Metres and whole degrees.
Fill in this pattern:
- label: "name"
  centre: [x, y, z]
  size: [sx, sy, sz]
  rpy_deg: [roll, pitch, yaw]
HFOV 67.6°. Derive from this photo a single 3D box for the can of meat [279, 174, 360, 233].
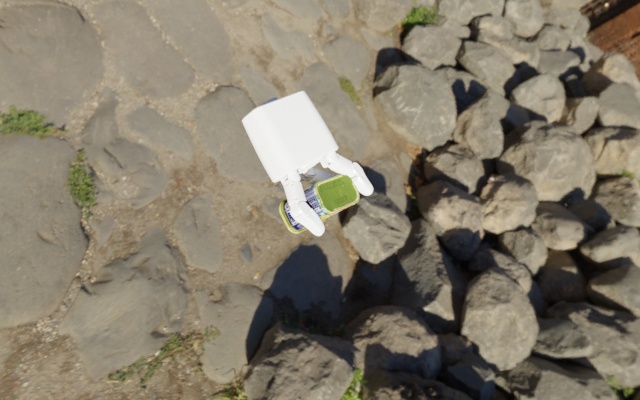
- label: "can of meat"
  centre: [0.000, 0.002, 0.751]
  size: [0.084, 0.057, 0.102]
  rpy_deg: [-29, -5, 40]
